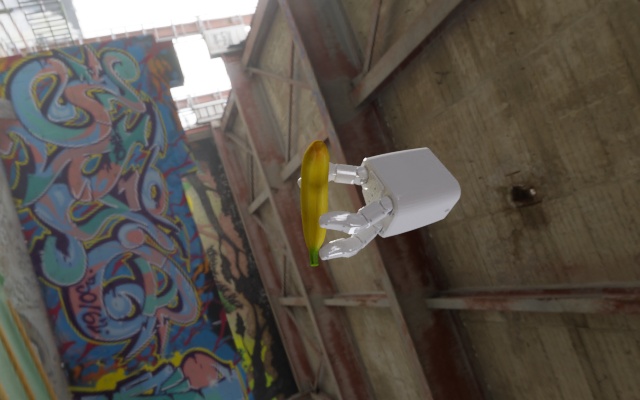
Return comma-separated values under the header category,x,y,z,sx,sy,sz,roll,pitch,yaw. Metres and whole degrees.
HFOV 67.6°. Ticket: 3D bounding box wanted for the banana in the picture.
category,x,y,z,sx,sy,sz,roll,pitch,yaw
banana,-0.005,-0.006,0.647,0.037,0.198,0.069,-9,37,-13
